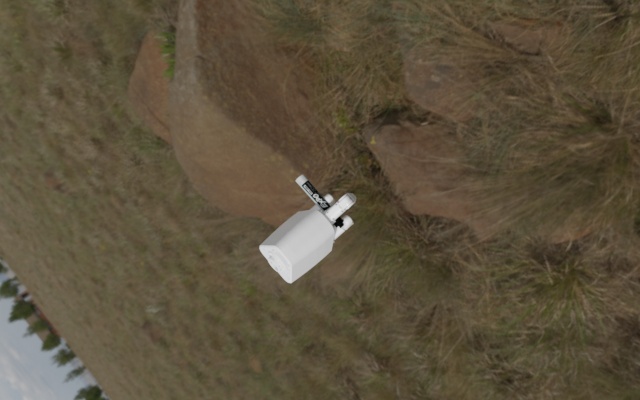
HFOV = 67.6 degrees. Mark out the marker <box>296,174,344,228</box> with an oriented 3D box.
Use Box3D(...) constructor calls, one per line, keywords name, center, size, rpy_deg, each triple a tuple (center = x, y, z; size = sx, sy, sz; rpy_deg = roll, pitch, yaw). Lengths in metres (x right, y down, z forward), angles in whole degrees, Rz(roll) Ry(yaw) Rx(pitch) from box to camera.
Box3D(name="marker", center=(0.000, 0.003, 0.877), size=(0.020, 0.121, 0.020), rpy_deg=(-41, -4, -4))
